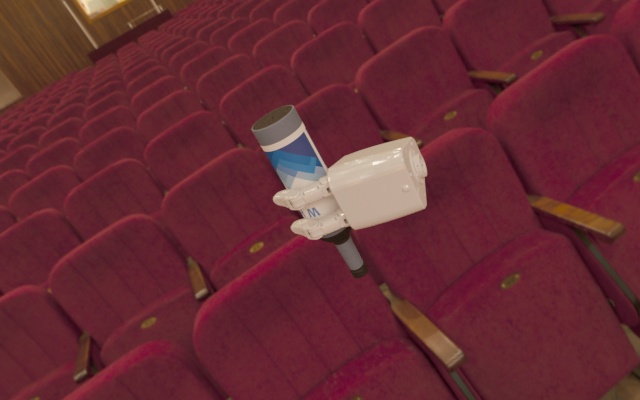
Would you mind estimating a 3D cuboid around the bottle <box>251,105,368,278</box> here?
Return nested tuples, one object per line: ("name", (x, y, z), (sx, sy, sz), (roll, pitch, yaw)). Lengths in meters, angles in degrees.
("bottle", (0.000, 0.002, 0.713), (0.069, 0.296, 0.069), (-23, 27, 13))
